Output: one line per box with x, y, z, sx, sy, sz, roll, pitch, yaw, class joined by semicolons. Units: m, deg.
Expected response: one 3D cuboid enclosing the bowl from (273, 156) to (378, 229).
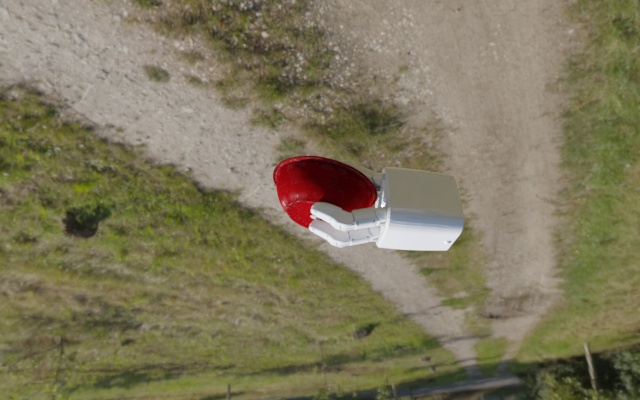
-0.001;0.003;0.708;0.162;0.055;0.162;12;-28;7;bowl
